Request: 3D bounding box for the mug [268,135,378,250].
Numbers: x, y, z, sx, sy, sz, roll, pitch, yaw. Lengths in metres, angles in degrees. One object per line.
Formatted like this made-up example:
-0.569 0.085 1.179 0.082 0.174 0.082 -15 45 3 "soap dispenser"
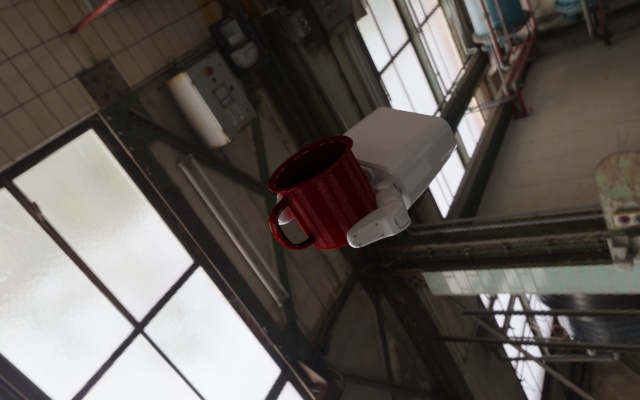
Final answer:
-0.001 0.003 0.471 0.117 0.081 0.093 -44 27 -26 "mug"
